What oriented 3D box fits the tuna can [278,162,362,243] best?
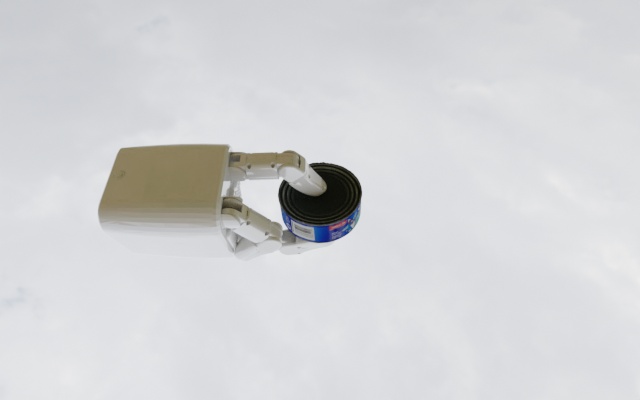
[{"bbox_3d":[0.000,0.002,0.497,0.086,0.086,0.034,0,-41,3],"label":"tuna can"}]
